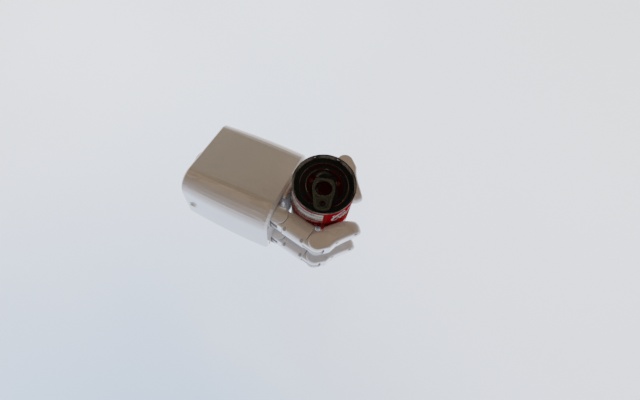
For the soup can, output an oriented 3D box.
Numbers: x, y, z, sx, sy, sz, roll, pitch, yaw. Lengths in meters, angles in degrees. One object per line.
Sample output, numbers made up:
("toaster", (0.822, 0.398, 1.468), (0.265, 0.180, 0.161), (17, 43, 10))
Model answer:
("soup can", (0.001, 0.002, 0.537), (0.068, 0.068, 0.102), (0, -23, -5))
